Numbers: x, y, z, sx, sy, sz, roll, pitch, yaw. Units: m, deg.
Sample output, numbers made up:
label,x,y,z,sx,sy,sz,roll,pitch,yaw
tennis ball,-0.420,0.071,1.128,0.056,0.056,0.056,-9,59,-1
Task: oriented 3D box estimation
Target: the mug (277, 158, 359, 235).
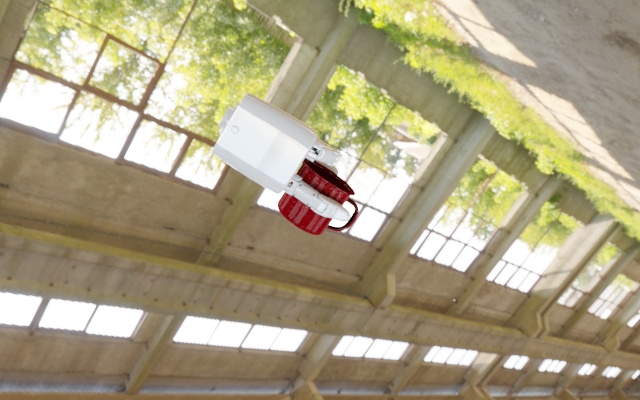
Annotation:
label,x,y,z,sx,sy,sz,roll,pitch,yaw
mug,0.001,0.003,0.700,0.117,0.081,0.093,32,13,-13
